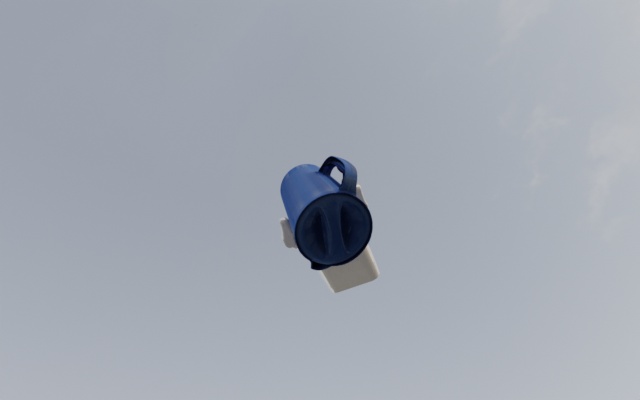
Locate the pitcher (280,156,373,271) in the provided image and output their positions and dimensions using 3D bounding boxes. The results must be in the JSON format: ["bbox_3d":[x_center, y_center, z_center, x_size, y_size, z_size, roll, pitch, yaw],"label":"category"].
[{"bbox_3d":[0.000,0.003,0.883,0.149,0.145,0.242,-30,24,-3],"label":"pitcher"}]
